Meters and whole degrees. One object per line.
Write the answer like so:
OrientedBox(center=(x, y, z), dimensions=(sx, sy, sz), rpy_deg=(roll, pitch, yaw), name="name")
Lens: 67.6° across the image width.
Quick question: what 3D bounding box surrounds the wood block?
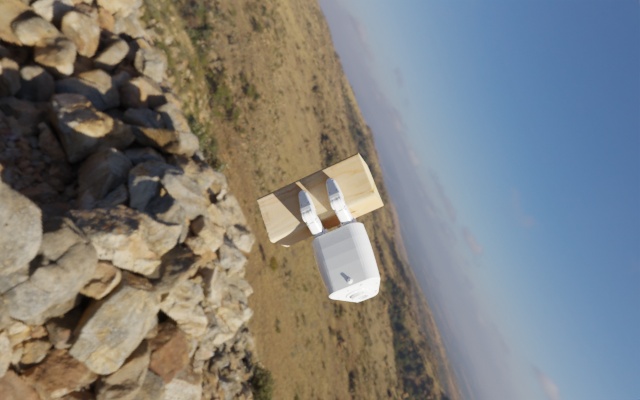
OrientedBox(center=(0.000, 0.003, 0.891), dimensions=(0.206, 0.090, 0.091), rpy_deg=(-24, -17, 11), name="wood block")
